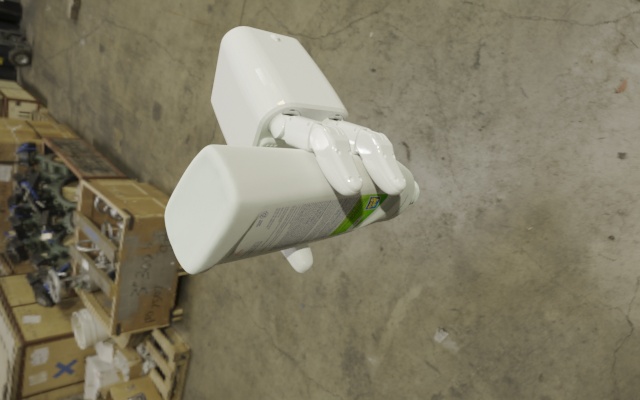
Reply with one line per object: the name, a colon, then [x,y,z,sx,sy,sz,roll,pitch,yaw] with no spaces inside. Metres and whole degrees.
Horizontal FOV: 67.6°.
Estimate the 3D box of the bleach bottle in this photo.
bleach bottle: [0.000,0.001,0.427,0.251,0.068,0.103,-3,-35,-44]
